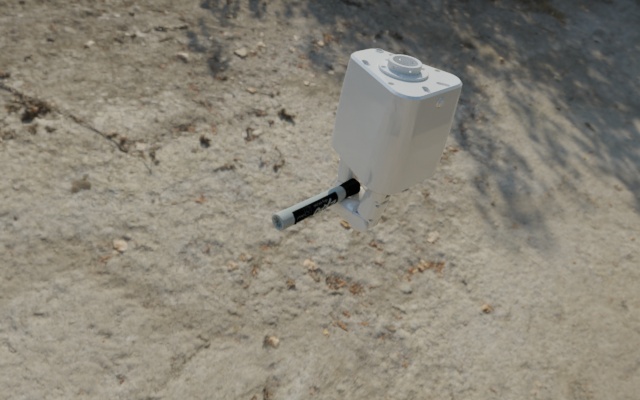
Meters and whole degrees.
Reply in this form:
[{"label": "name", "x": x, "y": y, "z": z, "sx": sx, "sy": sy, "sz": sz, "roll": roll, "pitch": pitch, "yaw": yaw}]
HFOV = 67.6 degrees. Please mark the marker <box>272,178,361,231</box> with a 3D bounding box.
[{"label": "marker", "x": 0.000, "y": 0.002, "z": 0.514, "sx": 0.121, "sy": 0.020, "sz": 0.020, "roll": -25, "pitch": 16, "yaw": -37}]
